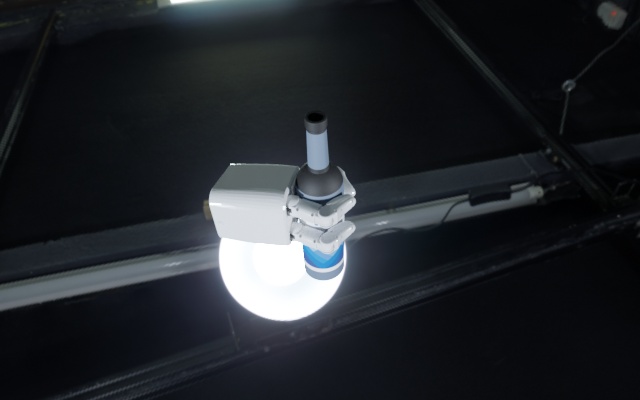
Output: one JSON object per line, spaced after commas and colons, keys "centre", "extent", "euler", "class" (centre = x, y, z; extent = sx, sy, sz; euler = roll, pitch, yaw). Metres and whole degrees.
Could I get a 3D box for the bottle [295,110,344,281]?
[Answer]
{"centre": [0.000, 0.002, 0.676], "extent": [0.069, 0.069, 0.296], "euler": [0, -44, 3], "class": "bottle"}
